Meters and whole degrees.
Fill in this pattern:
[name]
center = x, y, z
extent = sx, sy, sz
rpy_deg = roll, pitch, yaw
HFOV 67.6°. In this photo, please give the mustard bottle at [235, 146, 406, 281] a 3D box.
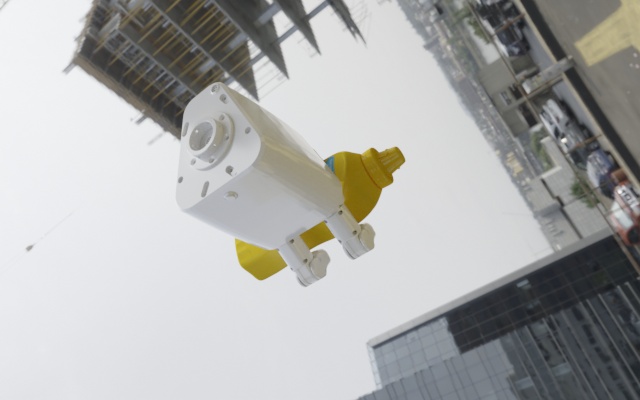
[mustard bottle]
center = 0.000, 0.002, 0.488
extent = 0.192, 0.058, 0.096
rpy_deg = -32, 32, 20
